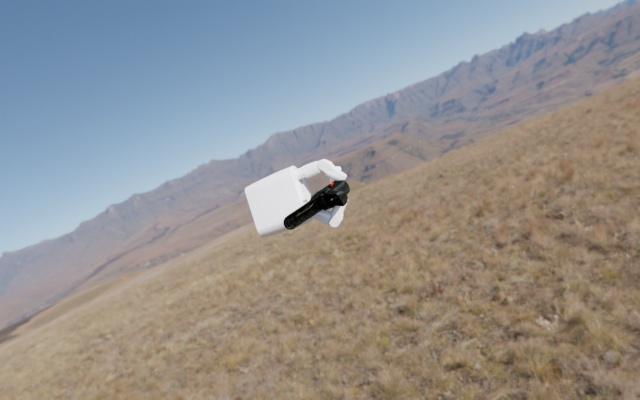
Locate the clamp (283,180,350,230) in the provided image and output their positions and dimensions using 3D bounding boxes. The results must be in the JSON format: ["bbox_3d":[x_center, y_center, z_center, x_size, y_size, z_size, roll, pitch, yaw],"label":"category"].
[{"bbox_3d":[0.000,0.002,0.845,0.120,0.039,0.171,-21,7,13],"label":"clamp"}]
